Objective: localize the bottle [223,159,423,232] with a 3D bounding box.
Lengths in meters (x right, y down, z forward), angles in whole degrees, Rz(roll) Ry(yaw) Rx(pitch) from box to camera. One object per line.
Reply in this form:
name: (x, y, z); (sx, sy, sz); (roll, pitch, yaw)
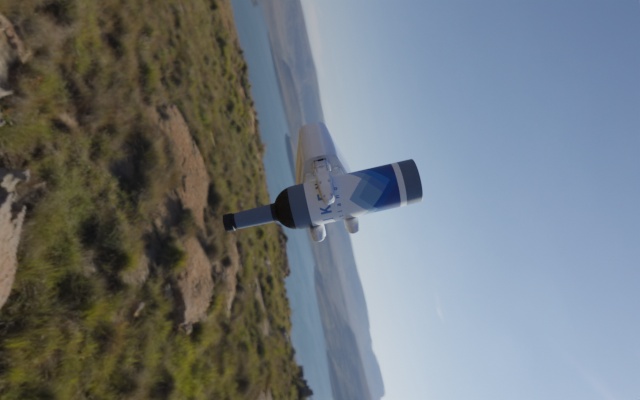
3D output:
bottle: (0.000, 0.002, 0.716); (0.296, 0.069, 0.069); (-13, 0, 1)
